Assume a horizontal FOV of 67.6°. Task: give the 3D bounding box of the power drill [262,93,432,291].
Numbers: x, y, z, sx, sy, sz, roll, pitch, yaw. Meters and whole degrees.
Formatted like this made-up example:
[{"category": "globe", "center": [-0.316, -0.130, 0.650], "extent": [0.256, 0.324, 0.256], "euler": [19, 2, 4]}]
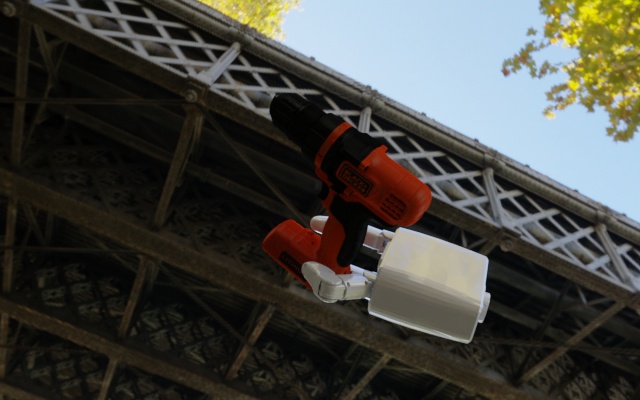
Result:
[{"category": "power drill", "center": [0.000, 0.002, 0.503], "extent": [0.184, 0.188, 0.057], "euler": [39, 44, 13]}]
